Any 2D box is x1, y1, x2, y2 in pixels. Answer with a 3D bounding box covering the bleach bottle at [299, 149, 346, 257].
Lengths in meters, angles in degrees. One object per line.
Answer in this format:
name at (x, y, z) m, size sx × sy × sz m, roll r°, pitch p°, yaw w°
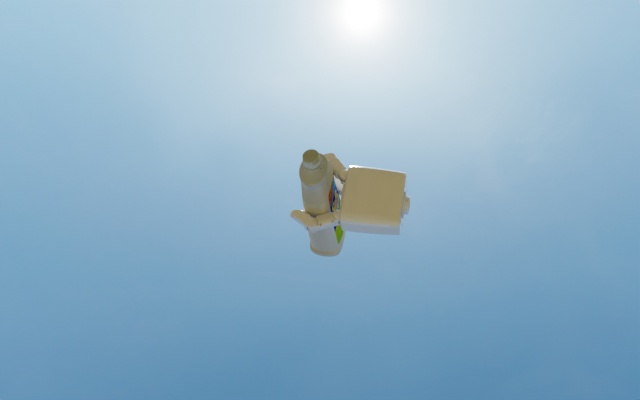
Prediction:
bleach bottle at (0.000, 0.003, 0.891) m, size 0.068 × 0.102 × 0.251 m, roll 7°, pitch -33°, yaw 15°
